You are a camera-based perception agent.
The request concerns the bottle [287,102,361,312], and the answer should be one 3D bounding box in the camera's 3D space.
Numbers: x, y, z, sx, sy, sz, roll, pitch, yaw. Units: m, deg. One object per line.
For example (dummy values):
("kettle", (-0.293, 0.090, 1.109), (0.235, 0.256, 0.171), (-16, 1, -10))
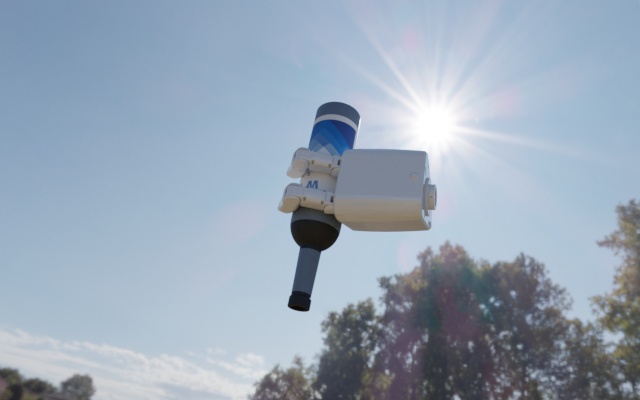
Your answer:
("bottle", (0.000, 0.002, 0.639), (0.069, 0.295, 0.069), (9, -28, 5))
